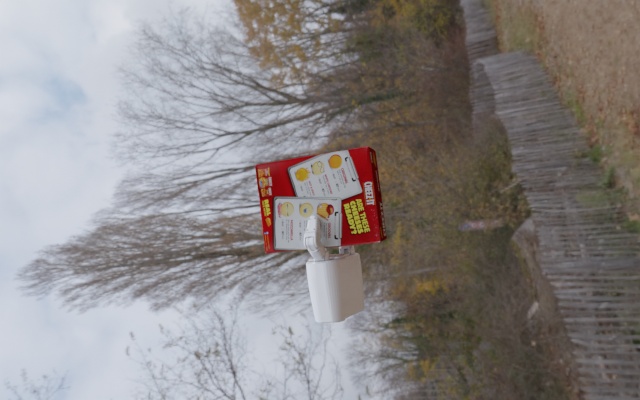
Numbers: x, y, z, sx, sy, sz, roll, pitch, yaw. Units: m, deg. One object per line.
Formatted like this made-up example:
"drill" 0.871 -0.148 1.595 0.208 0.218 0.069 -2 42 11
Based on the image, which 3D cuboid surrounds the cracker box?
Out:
"cracker box" 0.000 0.003 0.852 0.214 0.164 0.072 -8 -2 18
